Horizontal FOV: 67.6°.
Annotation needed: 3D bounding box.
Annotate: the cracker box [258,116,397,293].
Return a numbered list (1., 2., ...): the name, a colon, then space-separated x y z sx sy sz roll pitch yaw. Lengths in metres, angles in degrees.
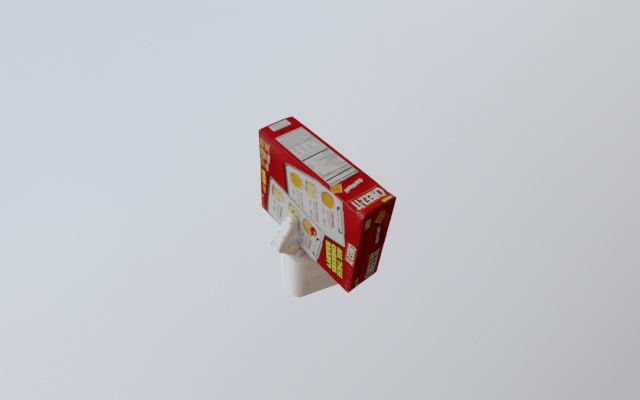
1. cracker box: 0.000 0.002 0.690 0.072 0.164 0.213 -31 56 -29
